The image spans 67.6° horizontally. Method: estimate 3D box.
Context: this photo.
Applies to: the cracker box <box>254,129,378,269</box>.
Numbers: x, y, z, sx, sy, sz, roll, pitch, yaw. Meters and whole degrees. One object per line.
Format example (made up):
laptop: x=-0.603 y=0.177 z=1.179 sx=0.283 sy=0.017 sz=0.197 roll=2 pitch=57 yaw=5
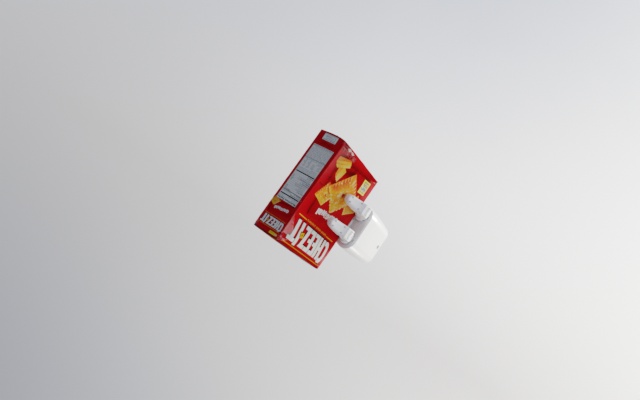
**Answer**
cracker box: x=0.000 y=0.003 z=0.891 sx=0.072 sy=0.213 sz=0.164 roll=29 pitch=-9 yaw=37
